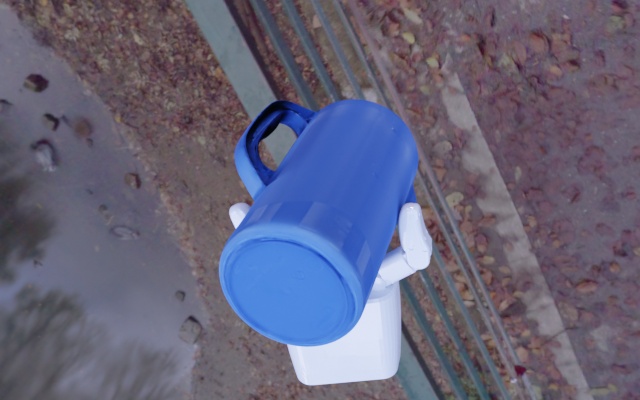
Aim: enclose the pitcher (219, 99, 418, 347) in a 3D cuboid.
[{"bbox_3d":[0.000,0.002,0.426,0.149,0.145,0.242,0,28,18],"label":"pitcher"}]
